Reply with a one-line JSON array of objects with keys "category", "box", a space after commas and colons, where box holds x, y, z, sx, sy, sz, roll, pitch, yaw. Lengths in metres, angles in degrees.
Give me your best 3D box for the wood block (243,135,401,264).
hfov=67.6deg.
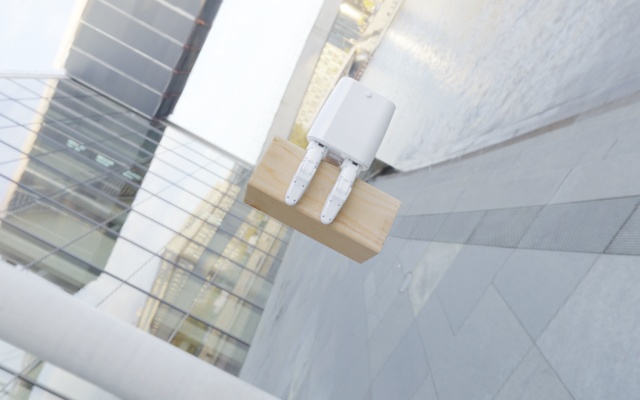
[{"category": "wood block", "box": [0.000, 0.002, 0.710, 0.206, 0.090, 0.091, 28, -21, -3]}]
